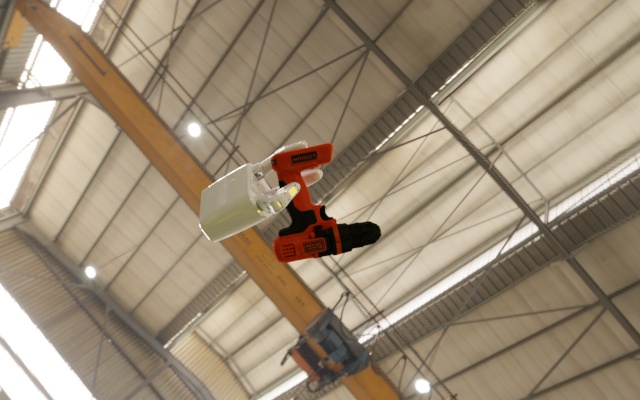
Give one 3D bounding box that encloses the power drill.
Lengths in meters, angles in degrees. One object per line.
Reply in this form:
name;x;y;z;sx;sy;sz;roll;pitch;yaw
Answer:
power drill;0.000;0.002;0.796;0.184;0.187;0.057;-11;4;-7
